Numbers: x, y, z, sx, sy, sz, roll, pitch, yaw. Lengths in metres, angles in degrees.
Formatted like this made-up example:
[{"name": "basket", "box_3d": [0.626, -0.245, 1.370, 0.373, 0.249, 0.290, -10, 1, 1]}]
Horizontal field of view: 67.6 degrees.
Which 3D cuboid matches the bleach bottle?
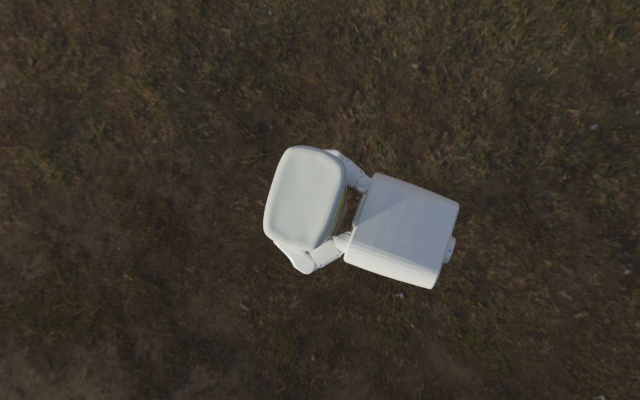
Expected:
[{"name": "bleach bottle", "box_3d": [0.000, 0.002, 0.573, 0.068, 0.102, 0.251, 19, 2, 8]}]
